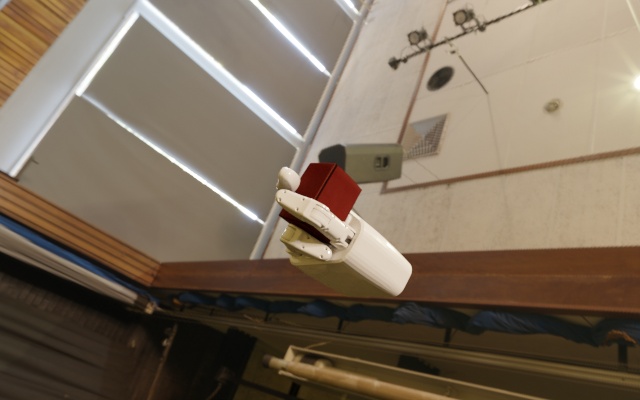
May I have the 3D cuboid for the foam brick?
[{"bbox_3d":[0.000,0.002,0.553,0.051,0.078,0.053,39,-15,-33],"label":"foam brick"}]
